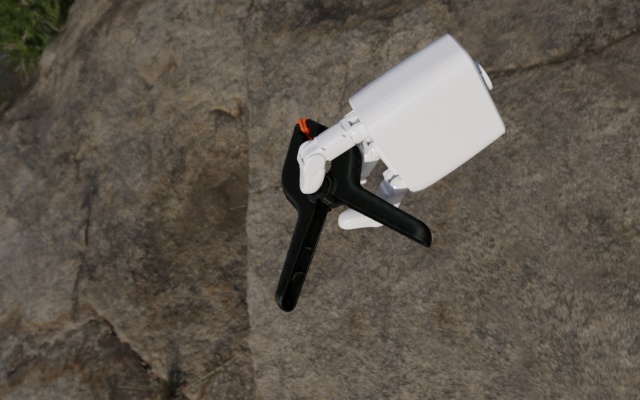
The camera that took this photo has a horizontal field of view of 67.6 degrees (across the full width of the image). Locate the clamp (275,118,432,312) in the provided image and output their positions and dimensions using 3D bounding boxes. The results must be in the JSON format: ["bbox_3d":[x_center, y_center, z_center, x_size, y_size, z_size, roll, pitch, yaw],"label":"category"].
[{"bbox_3d":[0.000,0.001,0.495,0.164,0.209,0.036,-33,-37,13],"label":"clamp"}]
